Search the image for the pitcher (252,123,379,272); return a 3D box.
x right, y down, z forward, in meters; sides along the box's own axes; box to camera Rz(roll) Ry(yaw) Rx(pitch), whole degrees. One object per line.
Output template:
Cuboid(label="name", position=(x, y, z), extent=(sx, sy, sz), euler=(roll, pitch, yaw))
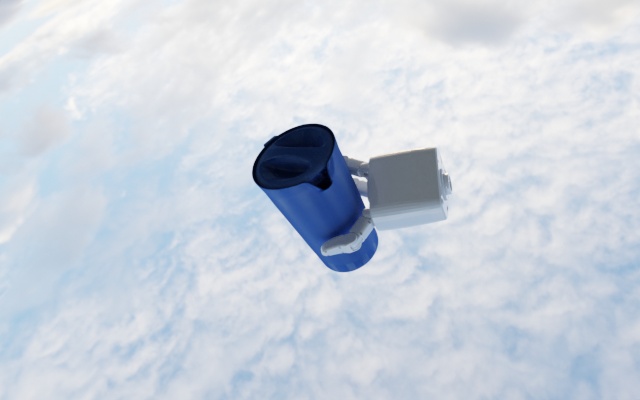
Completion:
Cuboid(label="pitcher", position=(0.000, 0.003, 0.765), extent=(0.145, 0.149, 0.243), euler=(-10, -44, 23))
